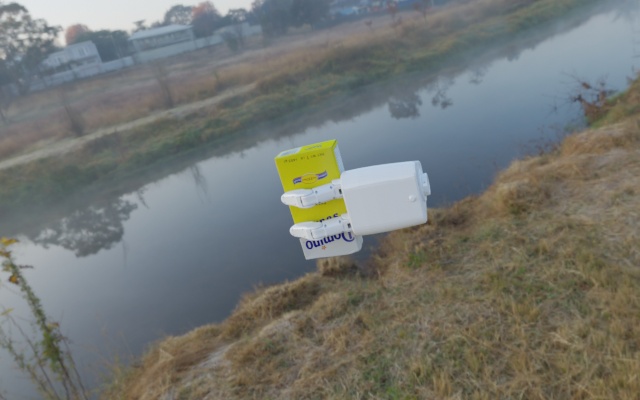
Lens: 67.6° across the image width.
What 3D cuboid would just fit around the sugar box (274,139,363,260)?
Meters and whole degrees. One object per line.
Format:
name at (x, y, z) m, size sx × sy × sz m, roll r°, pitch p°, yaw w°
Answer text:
sugar box at (0.000, 0.002, 0.735) m, size 0.093 × 0.176 × 0.048 m, roll -10°, pitch 19°, yaw 17°
